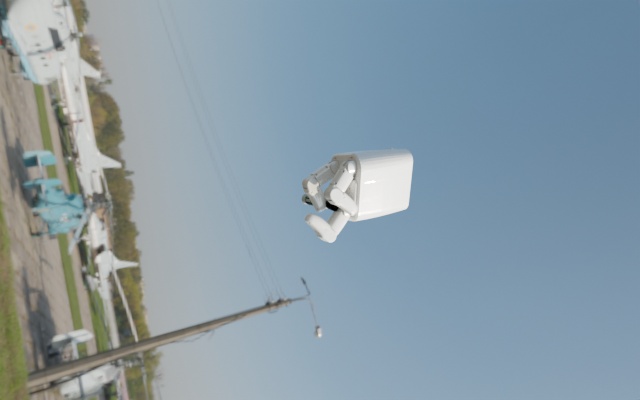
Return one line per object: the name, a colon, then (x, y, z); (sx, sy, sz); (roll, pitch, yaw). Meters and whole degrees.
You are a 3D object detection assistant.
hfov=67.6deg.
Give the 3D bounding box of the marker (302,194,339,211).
marker: (0.000, 0.003, 0.818); (0.020, 0.020, 0.121); (0, 5, -26)
